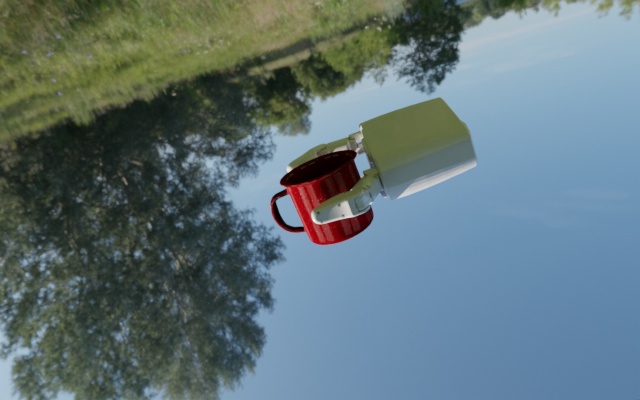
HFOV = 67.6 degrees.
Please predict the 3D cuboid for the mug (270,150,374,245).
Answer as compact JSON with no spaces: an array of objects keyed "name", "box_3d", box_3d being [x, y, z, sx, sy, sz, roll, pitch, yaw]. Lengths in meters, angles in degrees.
[{"name":"mug","box_3d":[-0.001,0.003,0.549,0.117,0.081,0.093,-20,18,7]}]
